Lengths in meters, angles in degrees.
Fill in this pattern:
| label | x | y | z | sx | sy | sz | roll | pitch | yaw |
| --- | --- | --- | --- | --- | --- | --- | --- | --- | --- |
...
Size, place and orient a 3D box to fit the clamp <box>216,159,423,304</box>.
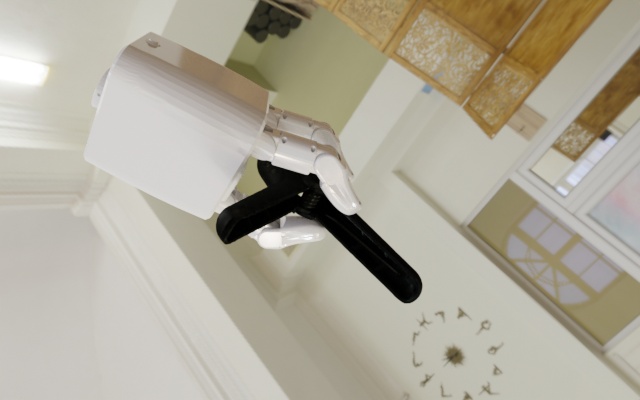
| label | x | y | z | sx | sy | sz | roll | pitch | yaw |
| --- | --- | --- | --- | --- | --- | --- | --- | --- | --- |
| clamp | -0.001 | 0.002 | 0.414 | 0.164 | 0.036 | 0.210 | 26 | 24 | -16 |
